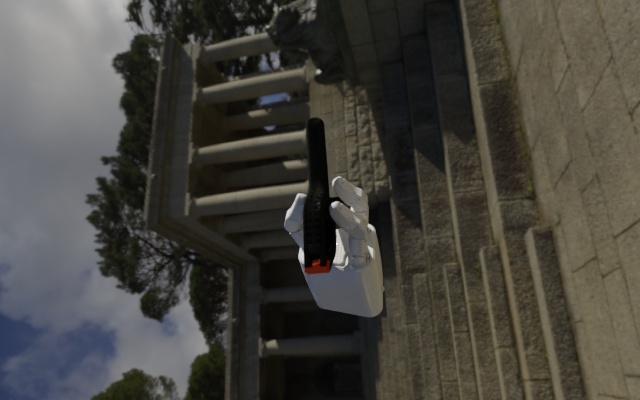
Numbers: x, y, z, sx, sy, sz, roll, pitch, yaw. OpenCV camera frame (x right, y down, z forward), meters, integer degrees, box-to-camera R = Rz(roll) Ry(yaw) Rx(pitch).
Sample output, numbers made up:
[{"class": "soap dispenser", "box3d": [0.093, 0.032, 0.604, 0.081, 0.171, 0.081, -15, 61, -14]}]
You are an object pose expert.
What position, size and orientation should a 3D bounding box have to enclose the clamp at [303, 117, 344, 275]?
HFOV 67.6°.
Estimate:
[{"class": "clamp", "box3d": [-0.001, 0.003, 0.626, 0.036, 0.165, 0.209, -7, 37, 12]}]
